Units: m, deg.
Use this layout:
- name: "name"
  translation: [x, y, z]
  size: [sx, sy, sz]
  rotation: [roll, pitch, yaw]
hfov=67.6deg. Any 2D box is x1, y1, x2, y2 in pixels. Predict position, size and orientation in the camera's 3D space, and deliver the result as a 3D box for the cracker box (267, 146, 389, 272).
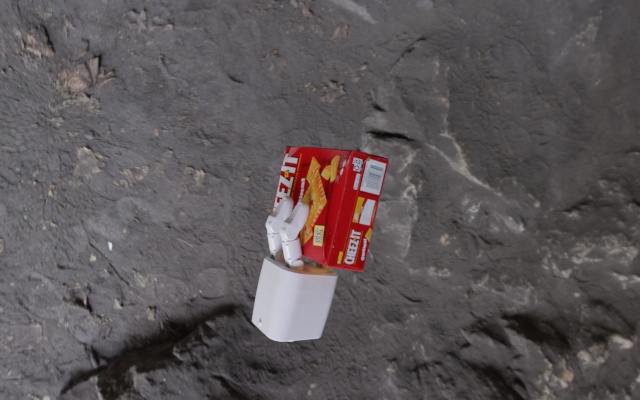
- name: "cracker box"
  translation: [0.000, 0.002, 0.737]
  size: [0.072, 0.164, 0.213]
  rotation: [12, 1, -30]
